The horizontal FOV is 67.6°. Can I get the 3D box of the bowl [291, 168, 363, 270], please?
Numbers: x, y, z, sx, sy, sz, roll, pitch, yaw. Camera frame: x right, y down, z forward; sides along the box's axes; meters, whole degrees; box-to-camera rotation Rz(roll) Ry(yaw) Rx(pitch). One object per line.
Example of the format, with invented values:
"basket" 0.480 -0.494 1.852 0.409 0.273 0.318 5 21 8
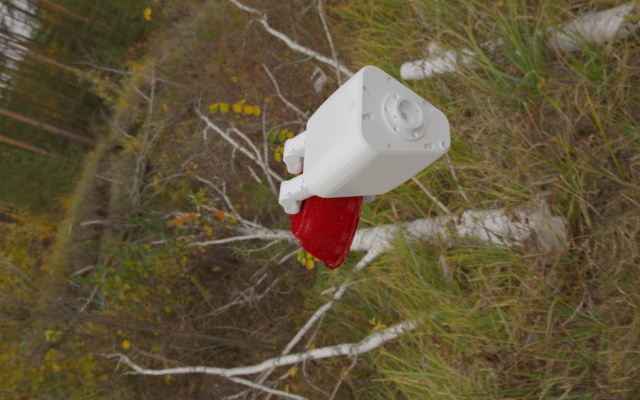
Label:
"bowl" -0.001 0.003 0.593 0.055 0.162 0.162 9 -2 -14
